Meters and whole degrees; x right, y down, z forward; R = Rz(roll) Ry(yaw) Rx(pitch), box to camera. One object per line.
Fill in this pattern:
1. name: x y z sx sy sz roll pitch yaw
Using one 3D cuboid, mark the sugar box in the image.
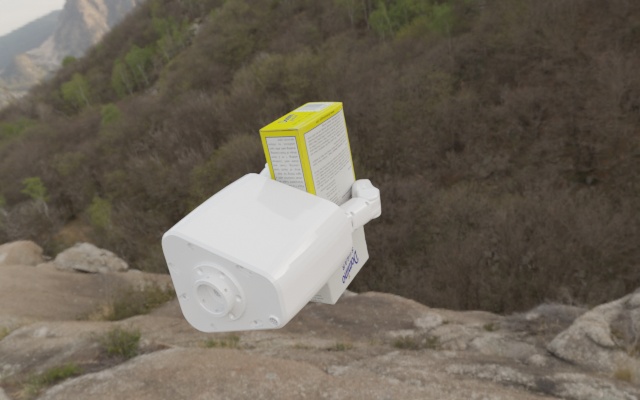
1. sugar box: 0.000 0.001 0.463 0.048 0.176 0.093 5 27 28
